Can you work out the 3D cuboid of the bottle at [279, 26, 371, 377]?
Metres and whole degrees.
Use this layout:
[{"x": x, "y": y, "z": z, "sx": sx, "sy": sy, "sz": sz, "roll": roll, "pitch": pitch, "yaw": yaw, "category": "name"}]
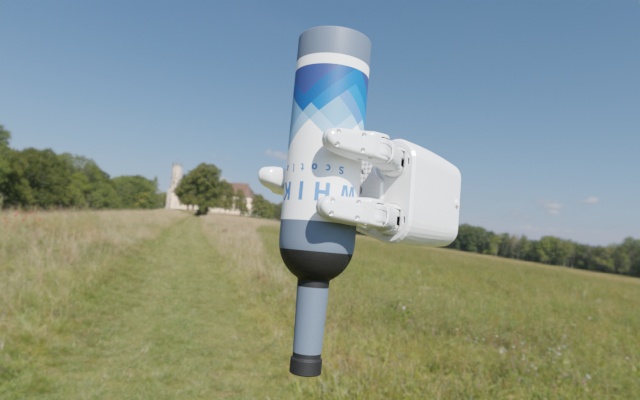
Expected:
[{"x": 0.000, "y": 0.001, "z": 0.421, "sx": 0.069, "sy": 0.295, "sz": 0.069, "roll": 5, "pitch": -6, "yaw": 1, "category": "bottle"}]
